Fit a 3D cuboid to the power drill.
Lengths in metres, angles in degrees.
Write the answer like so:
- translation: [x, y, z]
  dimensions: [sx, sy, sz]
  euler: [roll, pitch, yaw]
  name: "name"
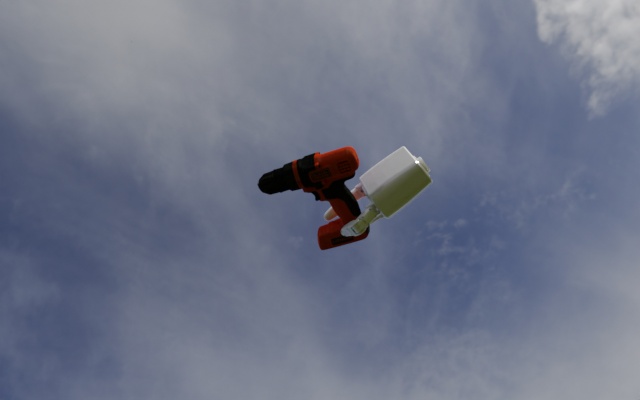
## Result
- translation: [0.001, 0.003, 0.869]
  dimensions: [0.184, 0.188, 0.057]
  euler: [-15, 35, 13]
  name: "power drill"
